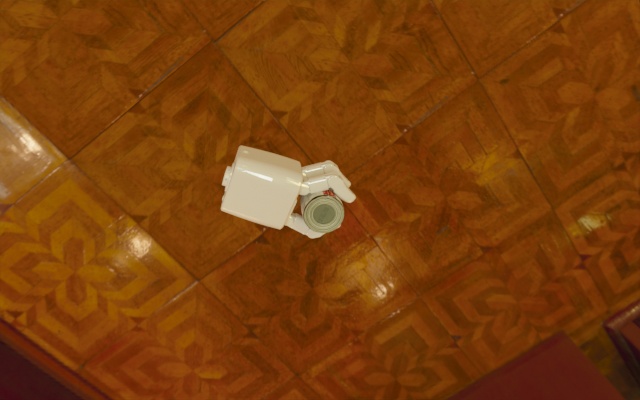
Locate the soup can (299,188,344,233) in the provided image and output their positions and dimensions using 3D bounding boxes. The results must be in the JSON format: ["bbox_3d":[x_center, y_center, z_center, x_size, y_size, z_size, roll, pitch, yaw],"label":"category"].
[{"bbox_3d":[0.001,0.003,0.799,0.068,0.068,0.102,0,23,-7],"label":"soup can"}]
